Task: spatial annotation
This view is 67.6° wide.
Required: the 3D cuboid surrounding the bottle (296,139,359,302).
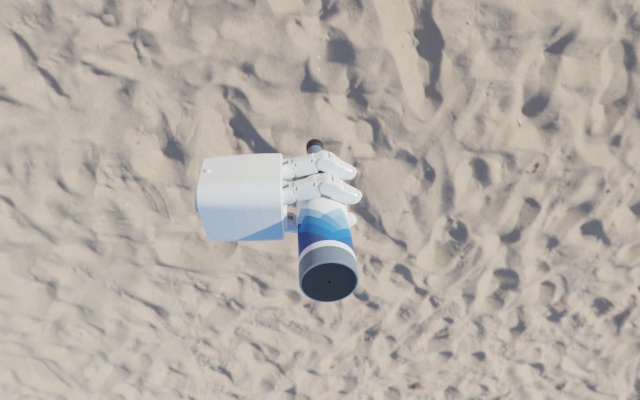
[{"bbox_3d":[0.000,0.002,0.643,0.069,0.069,0.295,0,37,-5],"label":"bottle"}]
